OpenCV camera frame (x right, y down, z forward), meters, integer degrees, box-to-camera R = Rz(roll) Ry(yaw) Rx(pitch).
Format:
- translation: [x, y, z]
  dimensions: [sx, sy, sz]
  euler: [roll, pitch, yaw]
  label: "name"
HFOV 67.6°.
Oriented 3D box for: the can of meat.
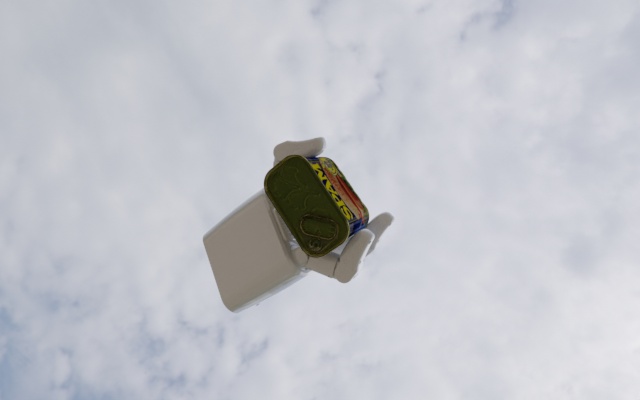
- translation: [0.000, 0.001, 0.503]
  dimensions: [0.057, 0.102, 0.084]
  euler: [-37, -8, 21]
  label: "can of meat"
